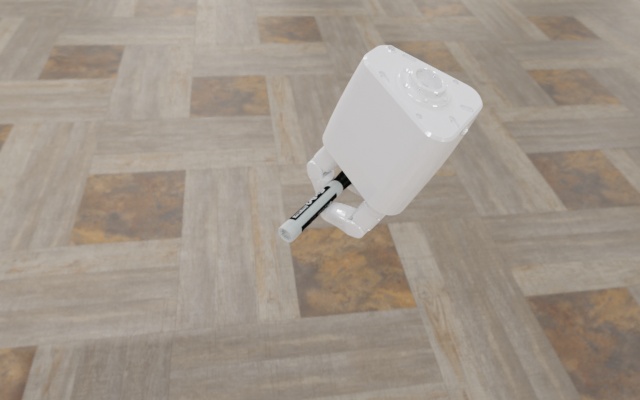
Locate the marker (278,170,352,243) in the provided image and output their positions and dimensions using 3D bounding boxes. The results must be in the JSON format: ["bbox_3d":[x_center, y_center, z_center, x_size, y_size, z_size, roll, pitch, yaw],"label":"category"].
[{"bbox_3d":[0.000,0.002,0.504,0.020,0.020,0.121,0,32,43],"label":"marker"}]
